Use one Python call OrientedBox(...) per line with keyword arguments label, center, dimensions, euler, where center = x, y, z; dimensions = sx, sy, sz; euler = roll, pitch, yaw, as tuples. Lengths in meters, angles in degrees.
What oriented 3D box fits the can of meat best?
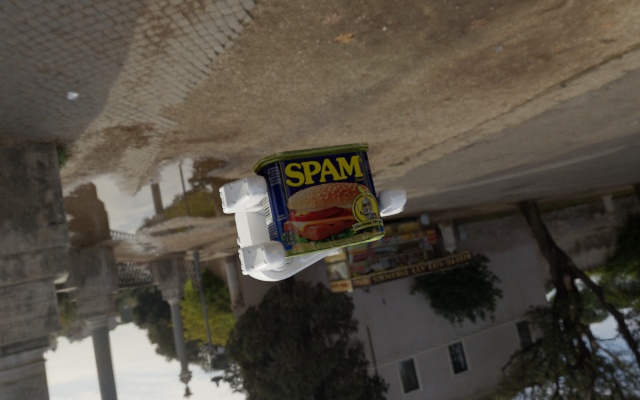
OrientedBox(label="can of meat", center=(0.000, 0.002, 0.413), dimensions=(0.102, 0.084, 0.057), euler=(-9, -7, -22))
